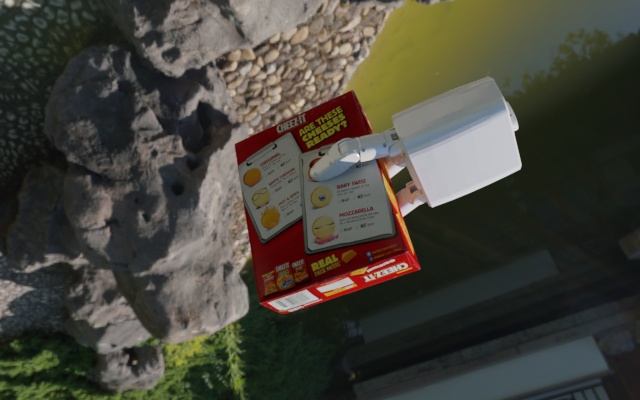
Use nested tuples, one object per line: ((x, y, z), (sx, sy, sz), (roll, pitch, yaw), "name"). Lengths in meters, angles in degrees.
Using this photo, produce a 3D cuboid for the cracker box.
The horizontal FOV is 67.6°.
((0.000, 0.002, 0.547), (0.164, 0.213, 0.072), (-22, -31, 13), "cracker box")
